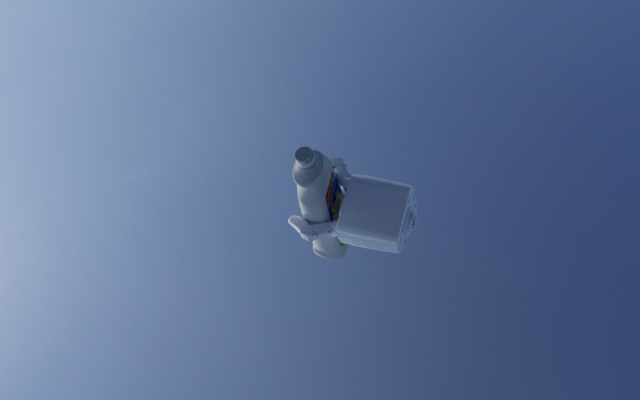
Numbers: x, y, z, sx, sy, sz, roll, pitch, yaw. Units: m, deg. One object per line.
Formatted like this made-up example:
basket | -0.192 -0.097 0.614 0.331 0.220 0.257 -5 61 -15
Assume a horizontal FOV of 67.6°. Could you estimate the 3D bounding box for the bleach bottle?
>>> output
bleach bottle | 0.000 0.003 0.829 0.068 0.102 0.251 11 -29 22
